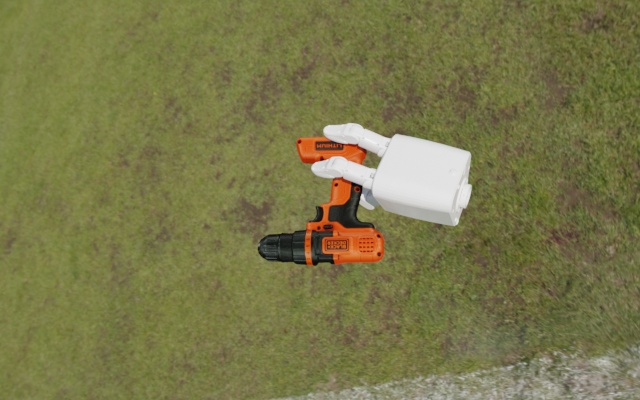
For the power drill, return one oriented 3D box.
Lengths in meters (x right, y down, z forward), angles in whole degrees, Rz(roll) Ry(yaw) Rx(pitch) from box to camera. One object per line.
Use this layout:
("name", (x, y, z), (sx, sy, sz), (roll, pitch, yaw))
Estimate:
("power drill", (0.000, 0.002, 0.707), (0.184, 0.187, 0.057), (-1, -10, 5))
